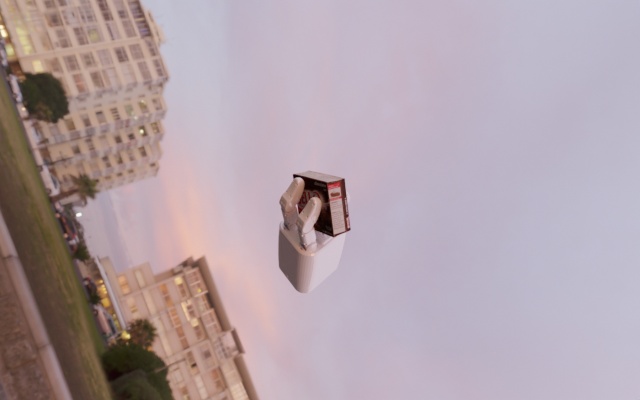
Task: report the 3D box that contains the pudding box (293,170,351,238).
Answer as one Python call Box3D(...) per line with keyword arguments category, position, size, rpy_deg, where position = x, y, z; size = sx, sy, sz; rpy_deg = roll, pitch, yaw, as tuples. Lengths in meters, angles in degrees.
Box3D(category="pudding box", position=(0.000, 0.003, 0.776), size=(0.039, 0.090, 0.113), rpy_deg=(-18, 18, -30))
